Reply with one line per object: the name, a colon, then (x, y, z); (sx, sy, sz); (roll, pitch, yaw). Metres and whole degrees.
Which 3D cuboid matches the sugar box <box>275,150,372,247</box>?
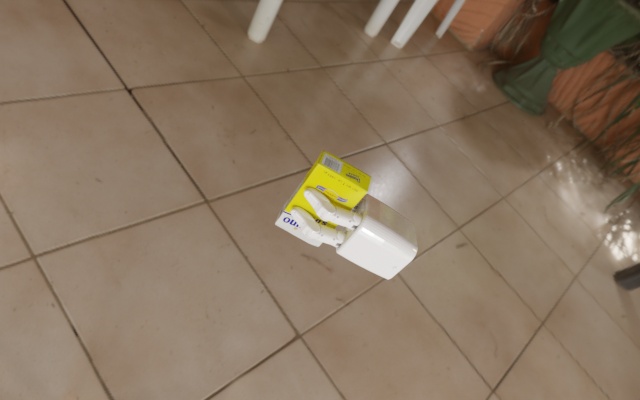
sugar box: (0.000, 0.003, 0.808); (0.093, 0.048, 0.176); (29, -48, -8)
